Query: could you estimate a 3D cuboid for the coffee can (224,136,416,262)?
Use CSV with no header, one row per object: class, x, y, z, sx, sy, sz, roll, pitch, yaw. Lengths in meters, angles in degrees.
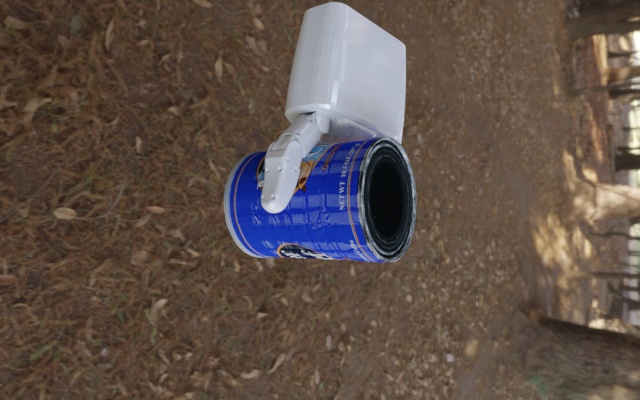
coffee can,0.000,0.002,0.425,0.140,0.103,0.103,-2,-1,34
